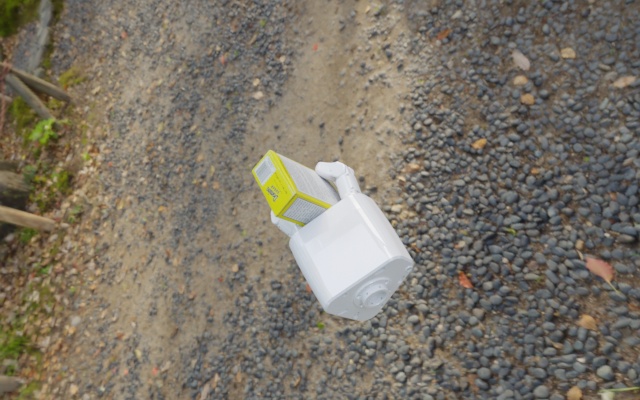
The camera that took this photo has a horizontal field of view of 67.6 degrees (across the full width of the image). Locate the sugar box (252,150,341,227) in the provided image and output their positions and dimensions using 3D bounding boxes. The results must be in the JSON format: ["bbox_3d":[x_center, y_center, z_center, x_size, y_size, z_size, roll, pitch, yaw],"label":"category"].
[{"bbox_3d":[0.000,0.003,0.633,0.176,0.048,0.093,26,24,-44],"label":"sugar box"}]
